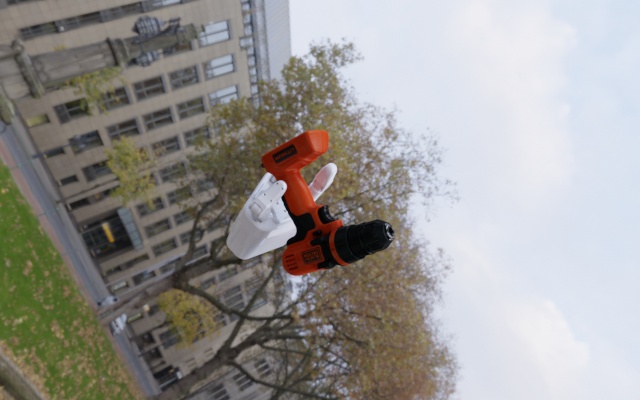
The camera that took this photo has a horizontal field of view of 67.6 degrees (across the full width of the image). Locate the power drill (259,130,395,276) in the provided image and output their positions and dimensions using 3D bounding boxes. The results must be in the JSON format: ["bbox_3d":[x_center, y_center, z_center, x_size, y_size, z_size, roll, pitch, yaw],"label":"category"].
[{"bbox_3d":[0.000,0.002,0.661,0.184,0.187,0.057,-22,-8,35],"label":"power drill"}]
